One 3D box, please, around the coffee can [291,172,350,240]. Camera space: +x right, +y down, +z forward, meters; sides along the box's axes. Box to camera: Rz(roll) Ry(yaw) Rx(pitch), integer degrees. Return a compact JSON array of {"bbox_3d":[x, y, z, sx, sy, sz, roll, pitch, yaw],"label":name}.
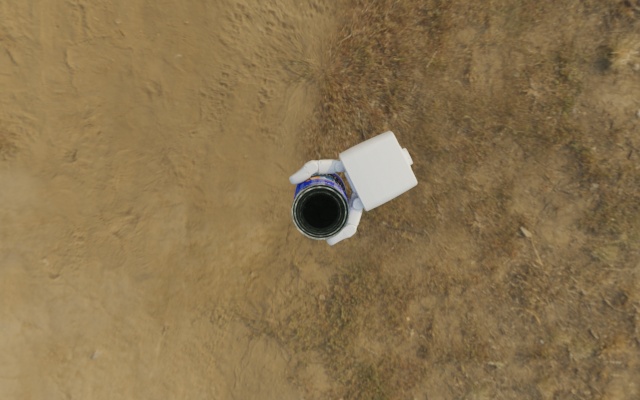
[{"bbox_3d":[0.000,0.003,0.895,0.103,0.103,0.140,0,15,0],"label":"coffee can"}]
